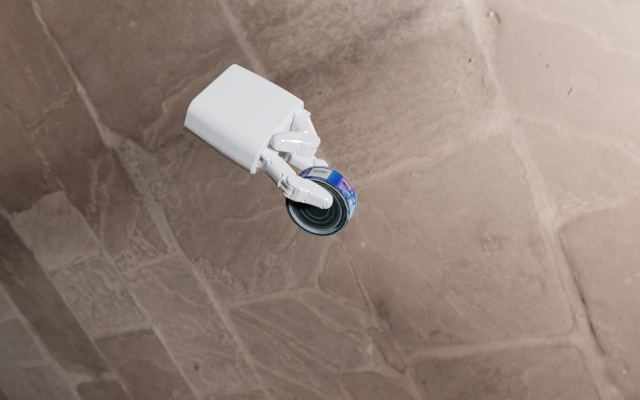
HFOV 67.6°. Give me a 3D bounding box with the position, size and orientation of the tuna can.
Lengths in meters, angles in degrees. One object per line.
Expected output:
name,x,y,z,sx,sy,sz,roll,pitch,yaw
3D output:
tuna can,0.000,0.002,0.596,0.086,0.086,0.033,0,30,23
